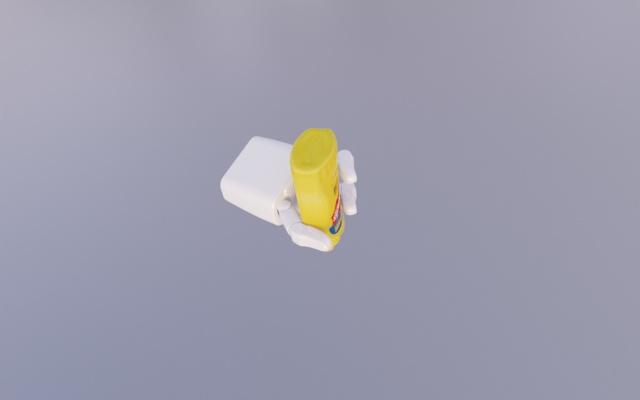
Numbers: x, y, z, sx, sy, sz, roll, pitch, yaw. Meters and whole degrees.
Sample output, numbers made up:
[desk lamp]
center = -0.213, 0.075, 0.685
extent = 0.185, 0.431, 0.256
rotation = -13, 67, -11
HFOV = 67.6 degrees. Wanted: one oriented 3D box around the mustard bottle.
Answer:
[mustard bottle]
center = 0.000, 0.002, 0.664
extent = 0.058, 0.192, 0.096
rotation = 2, 44, 11
